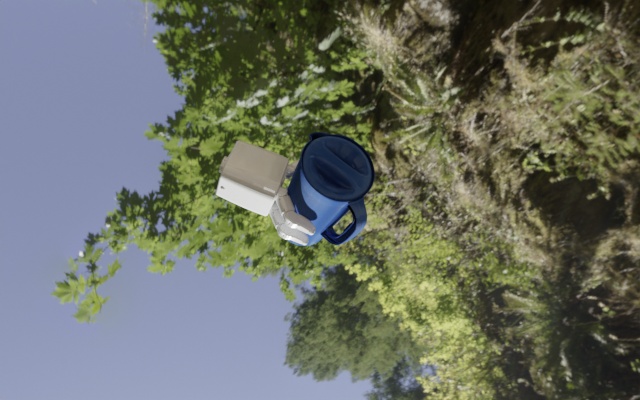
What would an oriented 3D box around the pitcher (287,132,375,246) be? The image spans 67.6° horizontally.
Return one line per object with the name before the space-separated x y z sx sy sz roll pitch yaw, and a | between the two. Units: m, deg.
pitcher | 0.000 0.003 0.893 0.145 0.149 0.243 21 -32 -8
